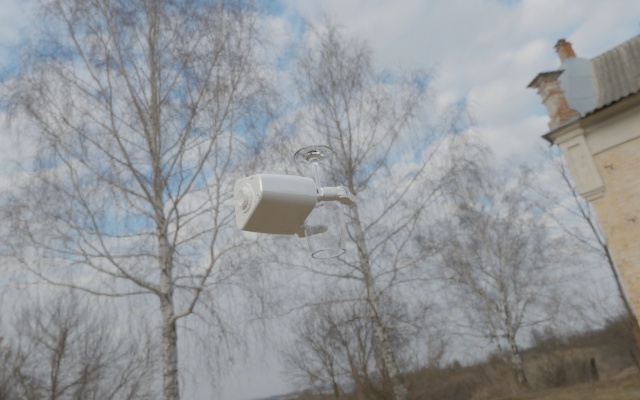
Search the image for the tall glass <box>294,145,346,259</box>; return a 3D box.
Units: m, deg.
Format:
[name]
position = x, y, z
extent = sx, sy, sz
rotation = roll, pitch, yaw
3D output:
[tall glass]
position = 0.000, 0.002, 0.879
extent = 0.079, 0.201, 0.079
rotation = -8, -21, -3
